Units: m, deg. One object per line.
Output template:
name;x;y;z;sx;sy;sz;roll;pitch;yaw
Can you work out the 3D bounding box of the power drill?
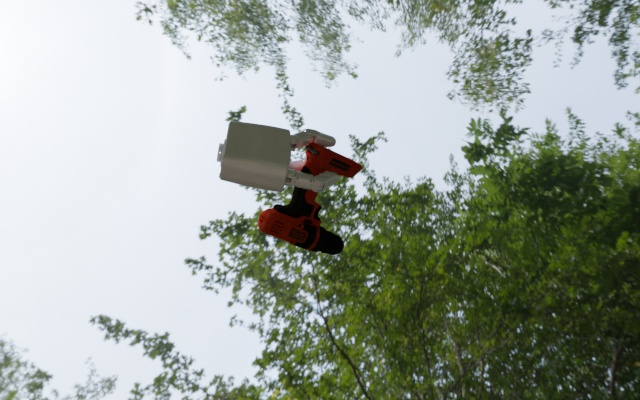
power drill;0.000;0.002;0.869;0.184;0.187;0.057;22;8;-34
